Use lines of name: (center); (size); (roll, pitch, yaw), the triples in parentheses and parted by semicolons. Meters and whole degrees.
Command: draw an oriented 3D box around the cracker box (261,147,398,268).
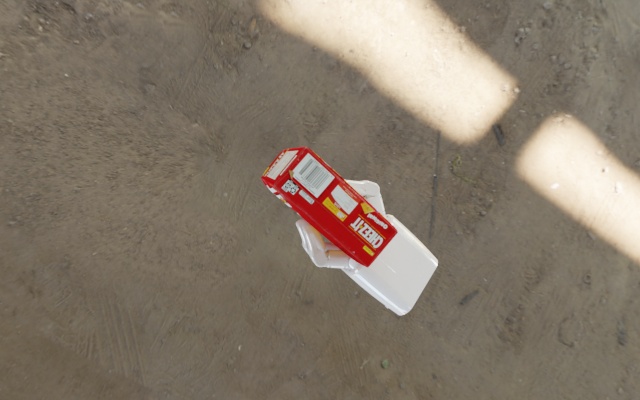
cracker box: (0.000, 0.002, 0.690); (0.164, 0.072, 0.213); (42, -4, -12)
